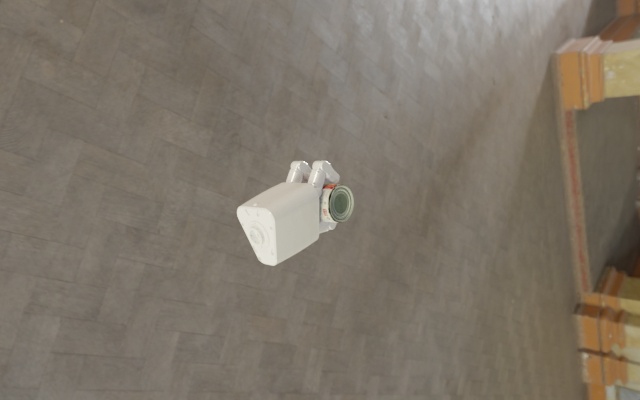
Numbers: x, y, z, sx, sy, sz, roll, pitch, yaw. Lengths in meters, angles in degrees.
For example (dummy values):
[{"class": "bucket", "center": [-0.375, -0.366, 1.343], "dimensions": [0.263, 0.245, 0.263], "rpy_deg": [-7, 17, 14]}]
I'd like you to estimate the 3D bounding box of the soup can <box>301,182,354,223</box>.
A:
[{"class": "soup can", "center": [0.001, 0.003, 0.853], "dimensions": [0.102, 0.068, 0.068], "rpy_deg": [4, 3, 43]}]
